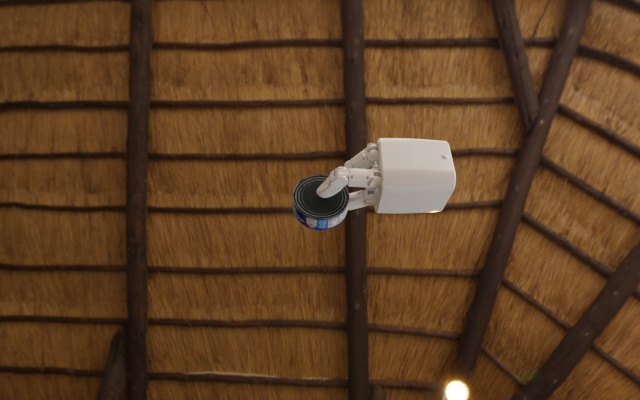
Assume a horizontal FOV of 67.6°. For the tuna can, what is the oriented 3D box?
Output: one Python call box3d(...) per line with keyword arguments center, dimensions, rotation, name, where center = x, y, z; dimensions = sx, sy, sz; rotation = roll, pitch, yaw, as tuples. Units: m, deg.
box3d(center=(0.000, 0.003, 0.727), dimensions=(0.086, 0.086, 0.034), rotation=(0, -38, -3), name="tuna can")
